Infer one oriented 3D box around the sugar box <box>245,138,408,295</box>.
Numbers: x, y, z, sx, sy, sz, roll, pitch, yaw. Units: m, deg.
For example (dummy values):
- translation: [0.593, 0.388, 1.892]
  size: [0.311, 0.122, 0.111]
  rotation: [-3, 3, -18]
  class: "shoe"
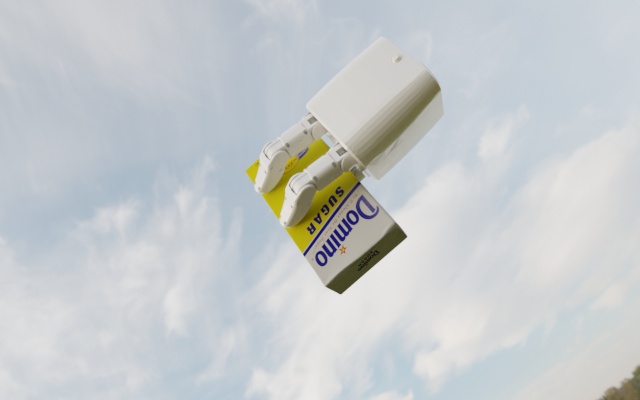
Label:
- translation: [0.000, 0.001, 0.506]
  size: [0.176, 0.093, 0.048]
  rotation: [51, 6, 35]
  class: "sugar box"
